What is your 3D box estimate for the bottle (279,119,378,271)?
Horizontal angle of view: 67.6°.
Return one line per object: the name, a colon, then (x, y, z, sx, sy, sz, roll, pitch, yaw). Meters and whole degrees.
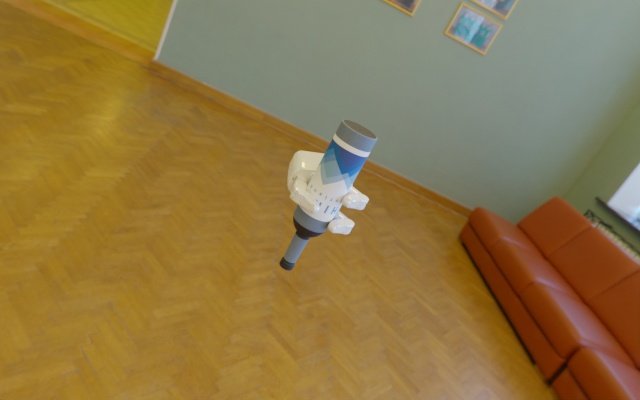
bottle: (0.000, 0.003, 0.840, 0.069, 0.296, 0.069, 24, 22, -10)
